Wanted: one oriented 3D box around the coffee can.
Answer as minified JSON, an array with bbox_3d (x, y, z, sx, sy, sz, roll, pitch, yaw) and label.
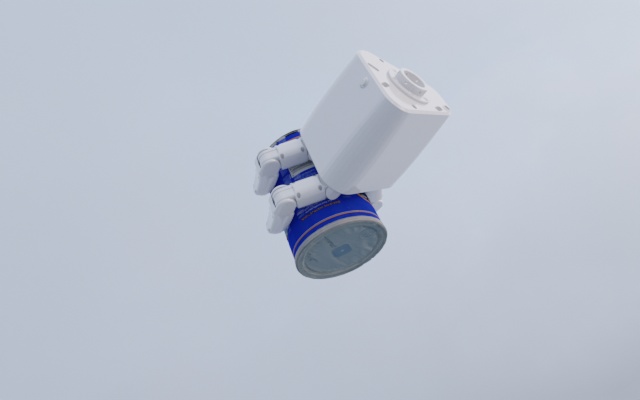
[{"bbox_3d":[0.000,0.002,0.538,0.103,0.140,0.103,-16,-36,-12],"label":"coffee can"}]
